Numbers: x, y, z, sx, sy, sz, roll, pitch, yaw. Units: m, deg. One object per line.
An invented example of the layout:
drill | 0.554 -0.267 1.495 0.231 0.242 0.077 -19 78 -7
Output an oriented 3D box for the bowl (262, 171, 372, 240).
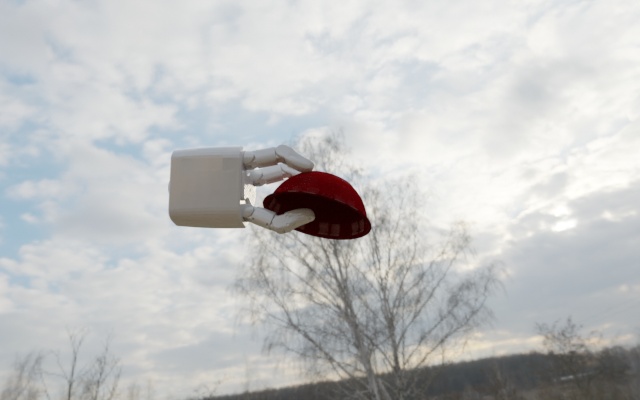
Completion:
bowl | 0.002 0.002 0.701 0.162 0.055 0.162 12 -24 5
